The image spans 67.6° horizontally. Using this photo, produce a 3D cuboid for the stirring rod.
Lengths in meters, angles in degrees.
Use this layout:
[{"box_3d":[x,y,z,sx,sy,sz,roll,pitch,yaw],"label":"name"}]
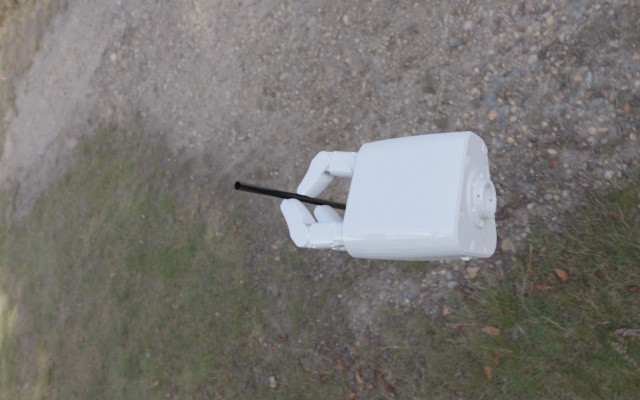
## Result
[{"box_3d":[0.000,0.002,0.523,0.011,0.011,0.239,0,-7,39],"label":"stirring rod"}]
